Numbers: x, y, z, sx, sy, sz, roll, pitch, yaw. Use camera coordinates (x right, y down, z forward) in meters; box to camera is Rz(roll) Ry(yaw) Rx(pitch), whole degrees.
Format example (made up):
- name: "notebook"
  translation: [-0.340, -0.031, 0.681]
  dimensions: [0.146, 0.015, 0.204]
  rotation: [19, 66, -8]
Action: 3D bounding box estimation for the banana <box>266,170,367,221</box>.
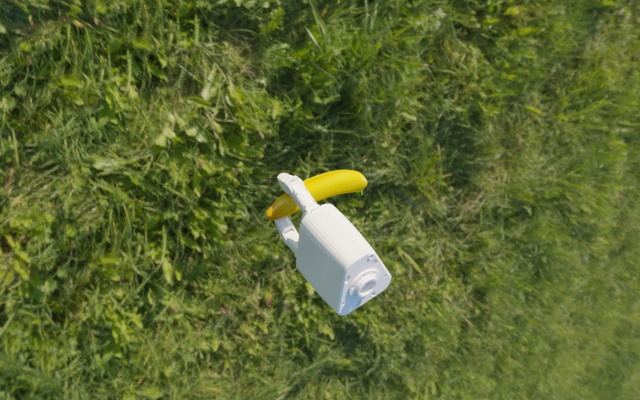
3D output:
- name: "banana"
  translation: [0.007, -0.013, 0.742]
  dimensions: [0.198, 0.070, 0.037]
  rotation: [-13, 44, -36]
